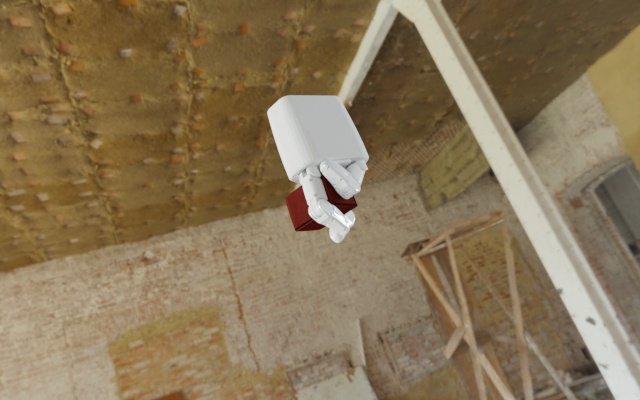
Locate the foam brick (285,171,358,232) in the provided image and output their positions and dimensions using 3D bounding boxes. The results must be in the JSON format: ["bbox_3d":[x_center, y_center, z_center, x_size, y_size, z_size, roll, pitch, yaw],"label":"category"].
[{"bbox_3d":[0.000,0.002,0.647,0.078,0.051,0.053,-35,-22,34],"label":"foam brick"}]
